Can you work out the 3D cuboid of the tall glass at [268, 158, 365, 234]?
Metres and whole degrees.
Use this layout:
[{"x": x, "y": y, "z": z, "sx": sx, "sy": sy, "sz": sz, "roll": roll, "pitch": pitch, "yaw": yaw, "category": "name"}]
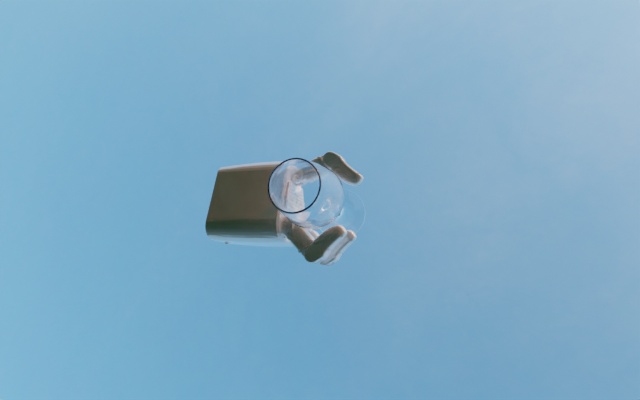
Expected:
[{"x": 0.000, "y": 0.002, "z": 0.606, "sx": 0.079, "sy": 0.079, "sz": 0.201, "roll": 0, "pitch": -11, "yaw": 17, "category": "tall glass"}]
